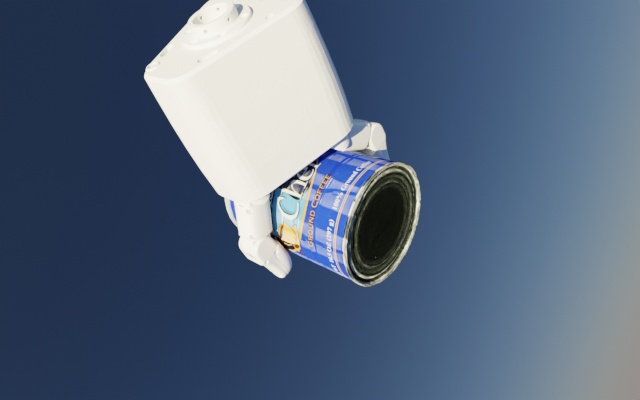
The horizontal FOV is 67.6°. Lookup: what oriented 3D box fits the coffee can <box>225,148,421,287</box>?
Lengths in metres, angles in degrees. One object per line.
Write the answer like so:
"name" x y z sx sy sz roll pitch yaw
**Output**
"coffee can" 0.000 0.001 0.418 0.140 0.103 0.103 20 12 38
